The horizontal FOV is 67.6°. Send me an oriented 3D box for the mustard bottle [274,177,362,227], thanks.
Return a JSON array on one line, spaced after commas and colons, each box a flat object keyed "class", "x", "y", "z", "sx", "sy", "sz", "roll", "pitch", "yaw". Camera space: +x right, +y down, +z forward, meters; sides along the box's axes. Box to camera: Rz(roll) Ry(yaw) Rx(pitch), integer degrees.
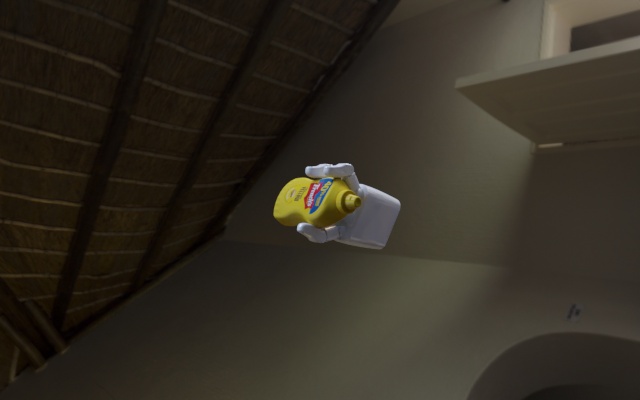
[{"class": "mustard bottle", "x": 0.000, "y": 0.003, "z": 0.861, "sx": 0.191, "sy": 0.096, "sz": 0.058, "roll": 1, "pitch": -37, "yaw": 49}]
